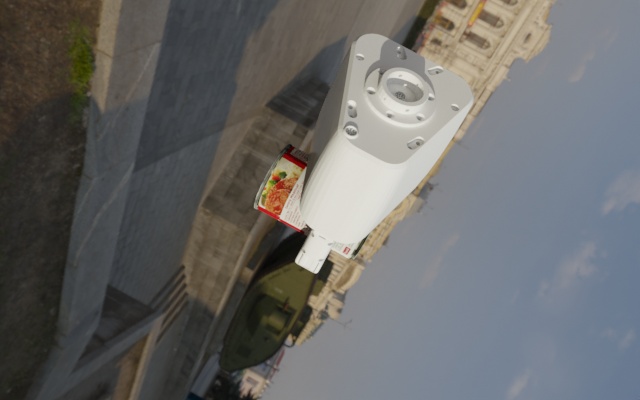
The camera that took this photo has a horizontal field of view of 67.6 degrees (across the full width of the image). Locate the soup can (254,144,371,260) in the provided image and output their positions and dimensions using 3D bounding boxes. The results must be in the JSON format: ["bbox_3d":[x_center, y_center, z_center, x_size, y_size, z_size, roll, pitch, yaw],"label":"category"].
[{"bbox_3d":[0.000,0.002,0.439,0.102,0.068,0.068,28,1,2],"label":"soup can"}]
